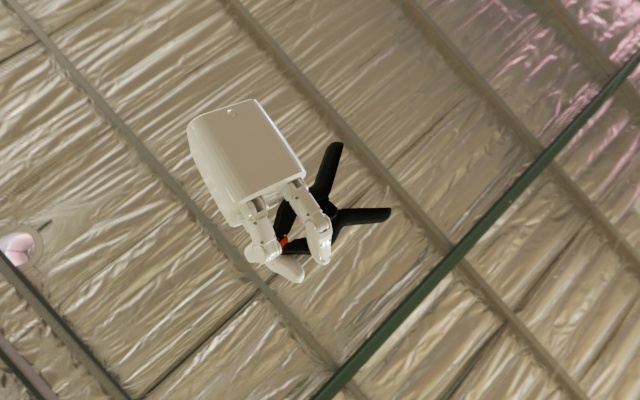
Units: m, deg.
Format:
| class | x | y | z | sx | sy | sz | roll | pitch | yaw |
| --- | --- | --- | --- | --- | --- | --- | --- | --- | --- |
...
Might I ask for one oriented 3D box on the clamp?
| class | x | y | z | sx | sy | sz | roll | pitch | yaw |
| --- | --- | --- | --- | --- | --- | --- | --- | --- | --- |
| clamp | 0.000 | 0.002 | 0.579 | 0.171 | 0.120 | 0.039 | -27 | -9 | -34 |
